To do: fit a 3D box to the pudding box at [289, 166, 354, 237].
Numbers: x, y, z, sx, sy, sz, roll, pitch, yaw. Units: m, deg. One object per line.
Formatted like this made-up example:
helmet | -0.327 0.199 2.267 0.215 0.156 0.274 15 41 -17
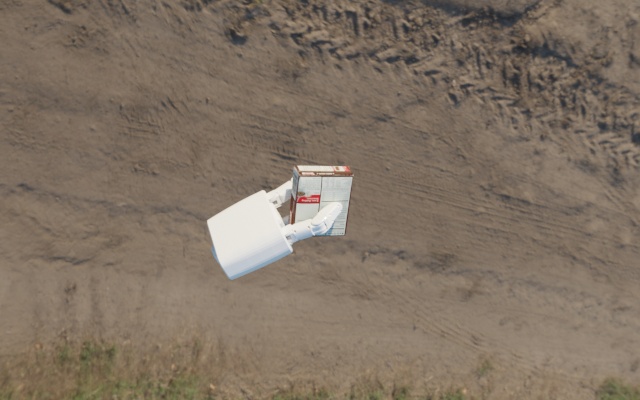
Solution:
pudding box | 0.000 0.003 0.755 0.090 0.113 0.039 -1 29 -15
